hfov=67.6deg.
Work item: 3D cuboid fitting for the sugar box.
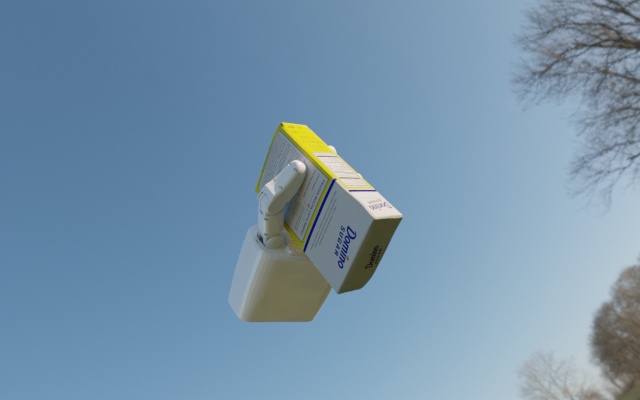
[{"bbox_3d":[0.000,0.002,0.494,0.048,0.093,0.176,-4,38,-41],"label":"sugar box"}]
